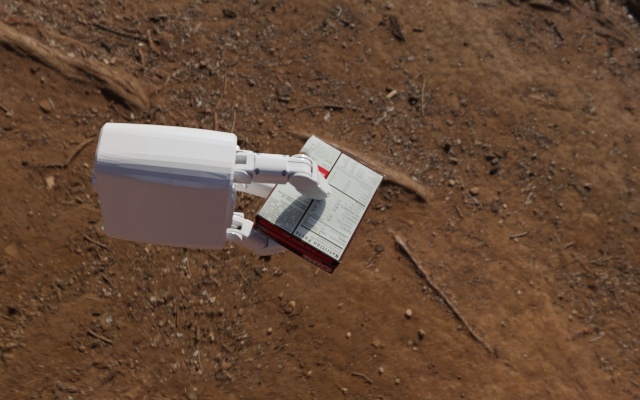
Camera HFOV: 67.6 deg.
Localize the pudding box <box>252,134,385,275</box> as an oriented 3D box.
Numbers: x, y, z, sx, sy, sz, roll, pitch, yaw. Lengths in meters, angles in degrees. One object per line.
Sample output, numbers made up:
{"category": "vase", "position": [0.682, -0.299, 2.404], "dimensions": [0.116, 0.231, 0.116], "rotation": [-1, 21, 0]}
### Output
{"category": "pudding box", "position": [0.000, 0.001, 0.467], "dimensions": [0.090, 0.113, 0.039], "rotation": [31, -27, 1]}
